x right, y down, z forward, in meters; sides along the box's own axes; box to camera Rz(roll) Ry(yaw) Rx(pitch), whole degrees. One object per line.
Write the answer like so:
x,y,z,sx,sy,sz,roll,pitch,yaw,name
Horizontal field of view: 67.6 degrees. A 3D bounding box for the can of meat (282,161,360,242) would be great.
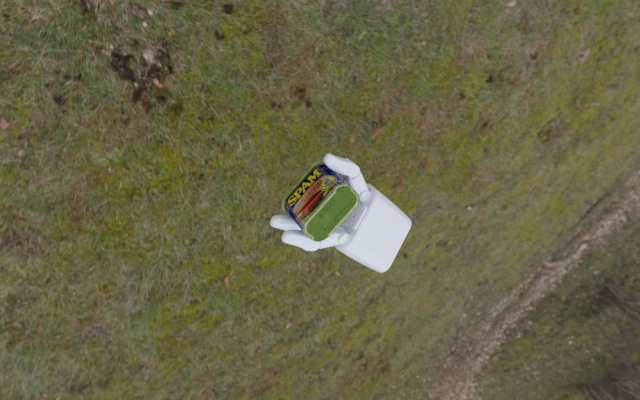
0.000,0.002,0.720,0.057,0.102,0.084,39,5,-36,can of meat
